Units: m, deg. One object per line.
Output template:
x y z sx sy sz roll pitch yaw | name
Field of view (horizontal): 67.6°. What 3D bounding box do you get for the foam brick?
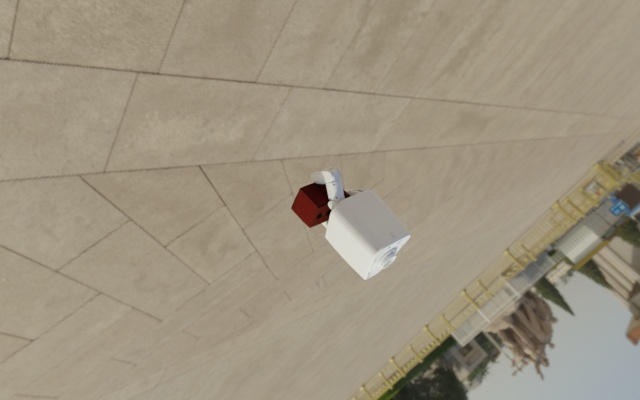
0.000 0.003 0.818 0.078 0.051 0.053 -21 -31 -39 | foam brick
